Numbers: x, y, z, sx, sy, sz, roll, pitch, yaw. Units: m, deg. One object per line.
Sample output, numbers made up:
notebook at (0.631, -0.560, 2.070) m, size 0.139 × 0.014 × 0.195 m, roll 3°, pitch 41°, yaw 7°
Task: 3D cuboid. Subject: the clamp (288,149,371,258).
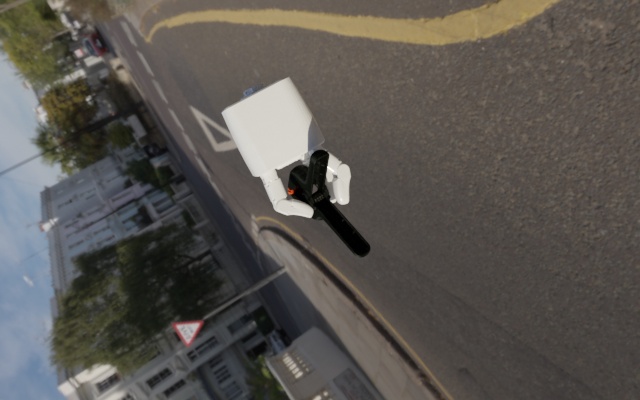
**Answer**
clamp at (-0.001, 0.003, 0.725) m, size 0.036 × 0.164 × 0.210 m, roll -29°, pitch 12°, yaw -16°
